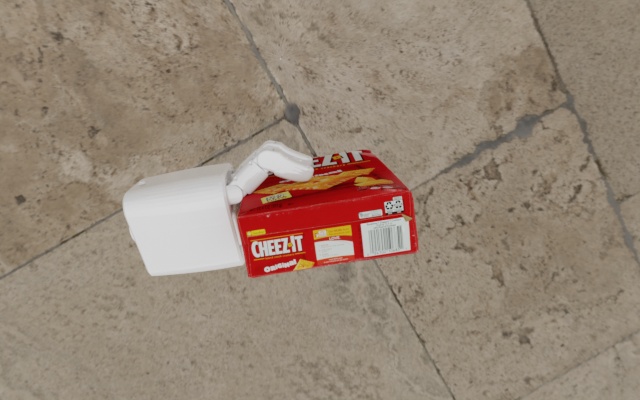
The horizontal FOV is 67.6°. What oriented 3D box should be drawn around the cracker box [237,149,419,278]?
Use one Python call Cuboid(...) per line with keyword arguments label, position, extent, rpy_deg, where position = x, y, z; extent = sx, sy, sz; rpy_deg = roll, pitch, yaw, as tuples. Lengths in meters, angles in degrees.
Cuboid(label="cracker box", position=(0.000, 0.002, 0.535), extent=(0.164, 0.072, 0.213), rpy_deg=(-9, 17, -2))
